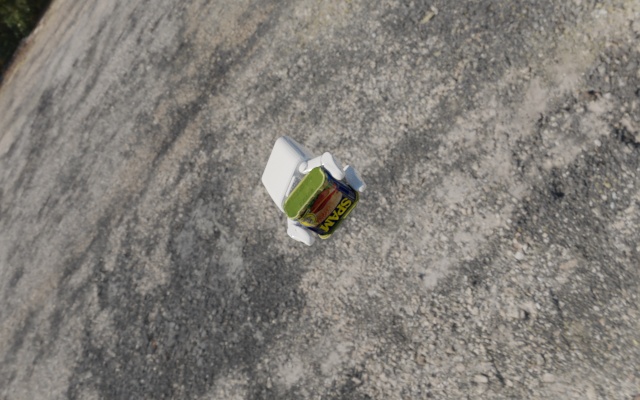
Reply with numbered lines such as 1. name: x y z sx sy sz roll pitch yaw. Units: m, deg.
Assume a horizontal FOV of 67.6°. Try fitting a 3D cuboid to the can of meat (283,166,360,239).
1. can of meat: 0.000 0.003 0.794 0.084 0.102 0.057 31 14 -39
